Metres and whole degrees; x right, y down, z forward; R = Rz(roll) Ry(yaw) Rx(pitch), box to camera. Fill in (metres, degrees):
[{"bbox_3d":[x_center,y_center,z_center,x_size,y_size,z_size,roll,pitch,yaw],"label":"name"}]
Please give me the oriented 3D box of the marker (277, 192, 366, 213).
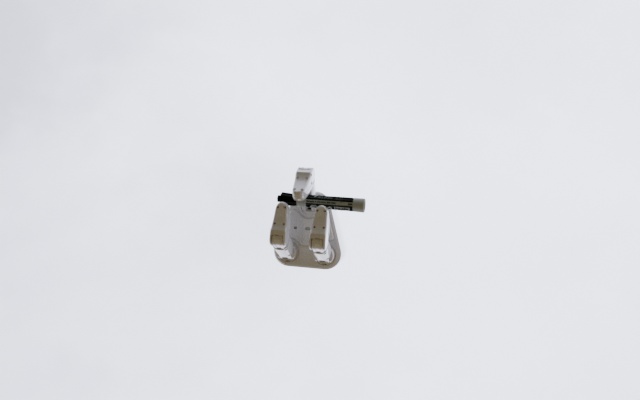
[{"bbox_3d":[0.000,0.002,0.647,0.121,0.020,0.020,4,1,12],"label":"marker"}]
